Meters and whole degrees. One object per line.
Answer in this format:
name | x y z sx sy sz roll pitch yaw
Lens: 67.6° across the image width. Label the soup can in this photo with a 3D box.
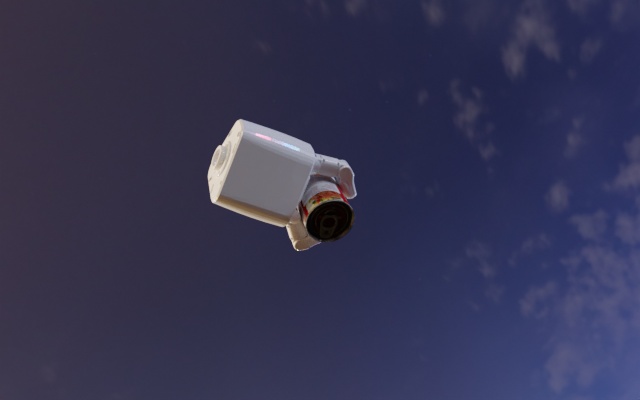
soup can | 0.001 0.002 0.673 0.068 0.068 0.102 0 32 -18
